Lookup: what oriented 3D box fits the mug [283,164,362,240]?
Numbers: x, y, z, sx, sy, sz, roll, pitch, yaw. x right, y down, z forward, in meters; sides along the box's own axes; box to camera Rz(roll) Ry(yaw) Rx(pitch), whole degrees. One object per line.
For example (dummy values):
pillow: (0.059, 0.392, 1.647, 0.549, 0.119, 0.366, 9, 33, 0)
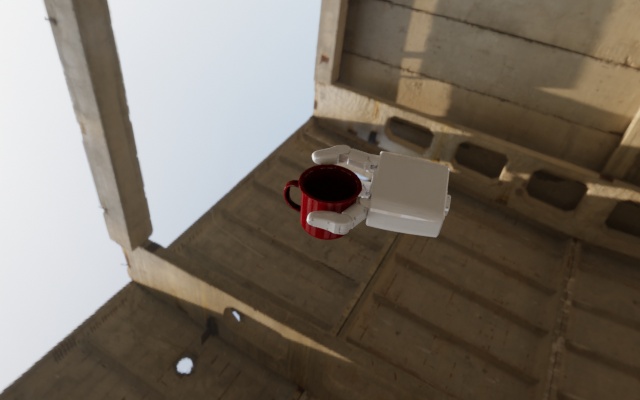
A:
mug: (-0.001, 0.002, 0.722, 0.117, 0.082, 0.093, 12, 41, 8)
